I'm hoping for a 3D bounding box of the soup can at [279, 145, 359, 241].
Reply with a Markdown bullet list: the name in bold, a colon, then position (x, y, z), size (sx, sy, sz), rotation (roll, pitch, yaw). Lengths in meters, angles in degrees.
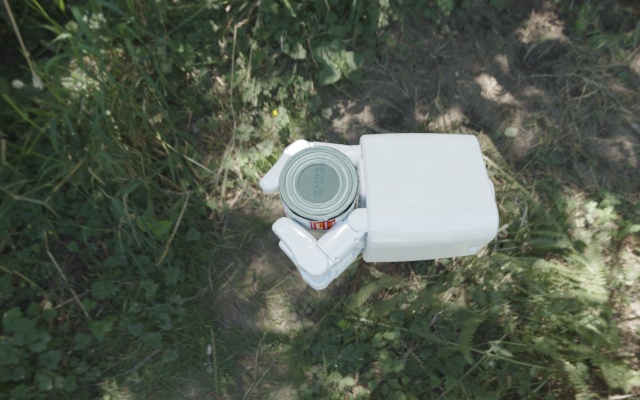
- **soup can**: position (0.000, 0.001, 0.434), size (0.068, 0.068, 0.102), rotation (0, -19, 2)
